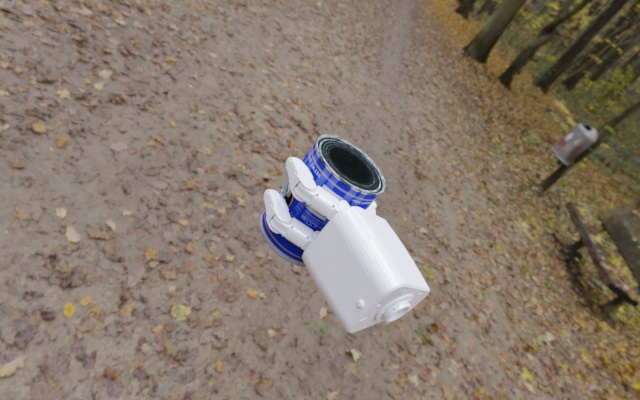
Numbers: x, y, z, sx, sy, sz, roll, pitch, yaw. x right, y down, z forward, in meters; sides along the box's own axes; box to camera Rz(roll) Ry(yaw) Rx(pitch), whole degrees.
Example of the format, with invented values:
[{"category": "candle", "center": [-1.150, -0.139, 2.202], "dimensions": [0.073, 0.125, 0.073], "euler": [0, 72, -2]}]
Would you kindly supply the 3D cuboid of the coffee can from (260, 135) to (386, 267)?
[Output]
[{"category": "coffee can", "center": [0.000, 0.002, 0.611], "dimensions": [0.103, 0.102, 0.140], "euler": [0, -42, -47]}]
